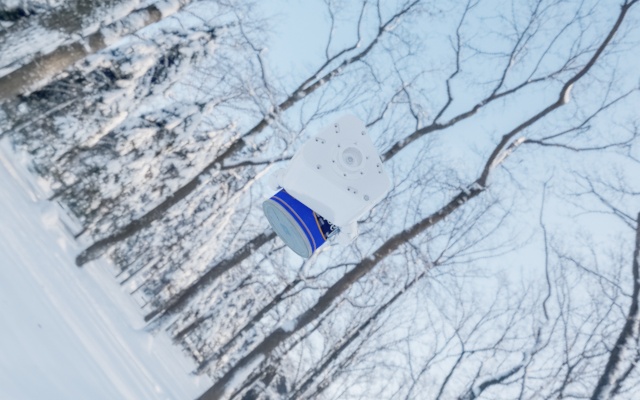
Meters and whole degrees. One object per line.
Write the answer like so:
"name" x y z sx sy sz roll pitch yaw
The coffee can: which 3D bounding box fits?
"coffee can" 0.000 0.002 0.705 0.140 0.103 0.103 -38 15 -20
